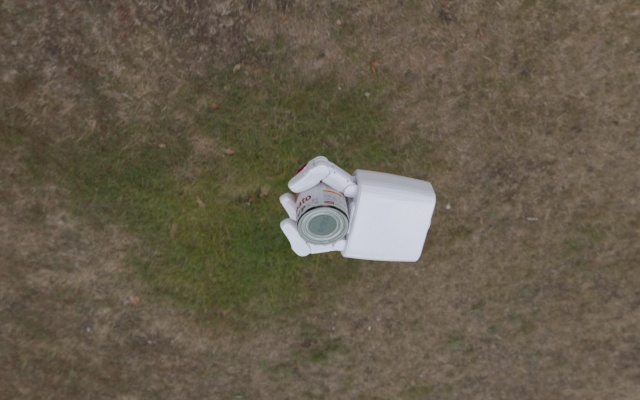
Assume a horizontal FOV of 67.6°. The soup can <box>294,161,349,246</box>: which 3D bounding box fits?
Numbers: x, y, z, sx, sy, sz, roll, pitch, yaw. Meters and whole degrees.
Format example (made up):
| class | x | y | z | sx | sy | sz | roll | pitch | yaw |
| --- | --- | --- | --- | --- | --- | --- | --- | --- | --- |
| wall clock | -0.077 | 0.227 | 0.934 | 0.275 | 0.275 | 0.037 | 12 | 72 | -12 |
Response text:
| class | x | y | z | sx | sy | sz | roll | pitch | yaw |
| --- | --- | --- | --- | --- | --- | --- | --- | --- | --- |
| soup can | 0.000 | 0.002 | 0.632 | 0.068 | 0.069 | 0.102 | 0 | 39 | -5 |
